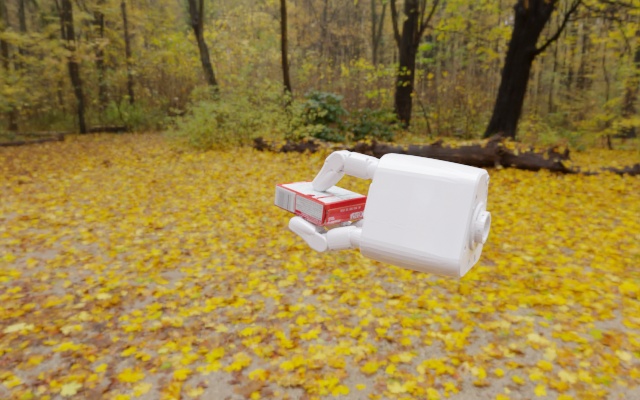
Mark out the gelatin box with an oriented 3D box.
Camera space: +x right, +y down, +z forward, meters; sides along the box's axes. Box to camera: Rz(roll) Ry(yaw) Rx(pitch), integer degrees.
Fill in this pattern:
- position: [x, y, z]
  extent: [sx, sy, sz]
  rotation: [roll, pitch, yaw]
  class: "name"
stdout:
- position: [0.000, 0.001, 0.574]
  extent: [0.073, 0.030, 0.089]
  rotation: [-8, 22, -45]
  class: "gelatin box"
